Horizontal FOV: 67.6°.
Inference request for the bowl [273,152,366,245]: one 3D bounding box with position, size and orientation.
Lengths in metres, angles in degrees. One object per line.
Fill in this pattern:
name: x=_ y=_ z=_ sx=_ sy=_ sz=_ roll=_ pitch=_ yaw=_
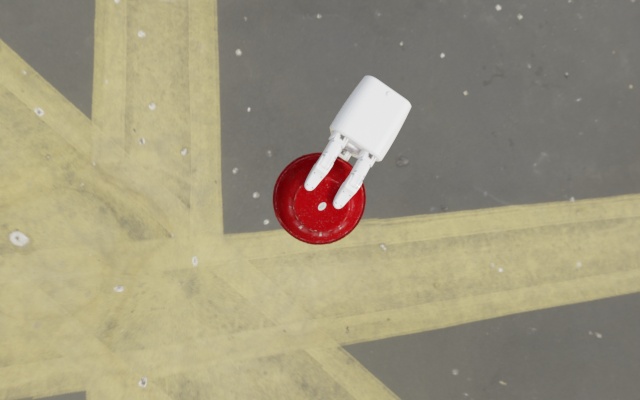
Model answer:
bowl: x=0.000 y=0.004 z=0.797 sx=0.162 sy=0.162 sz=0.055 roll=0 pitch=10 yaw=-4
